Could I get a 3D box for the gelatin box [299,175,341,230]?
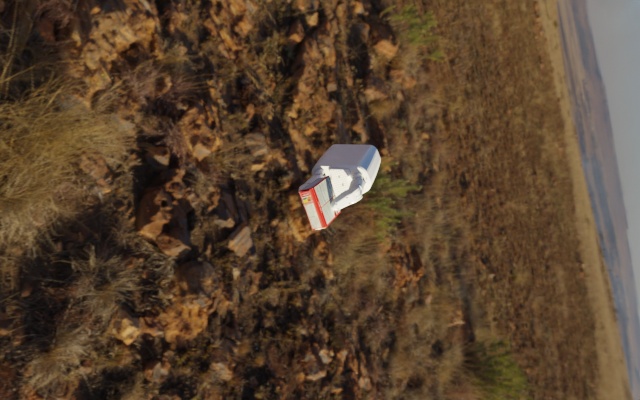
[{"bbox_3d":[0.000,0.003,0.841,0.030,0.073,0.089,-13,12,24],"label":"gelatin box"}]
